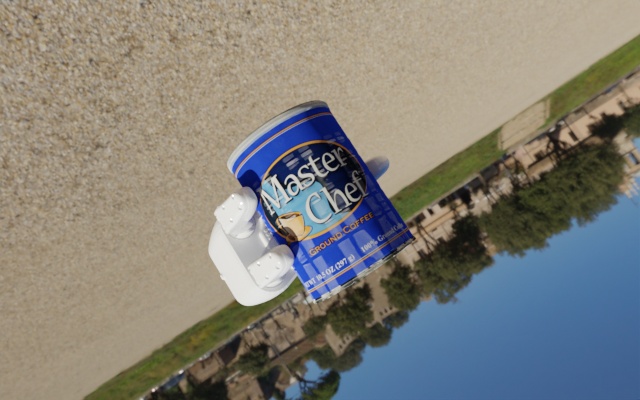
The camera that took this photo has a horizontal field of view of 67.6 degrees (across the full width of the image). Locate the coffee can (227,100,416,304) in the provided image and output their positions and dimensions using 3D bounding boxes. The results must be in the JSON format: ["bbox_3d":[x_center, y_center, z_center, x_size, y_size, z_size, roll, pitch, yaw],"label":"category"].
[{"bbox_3d":[0.000,0.001,0.411,0.103,0.140,0.103,-32,-6,-4],"label":"coffee can"}]
